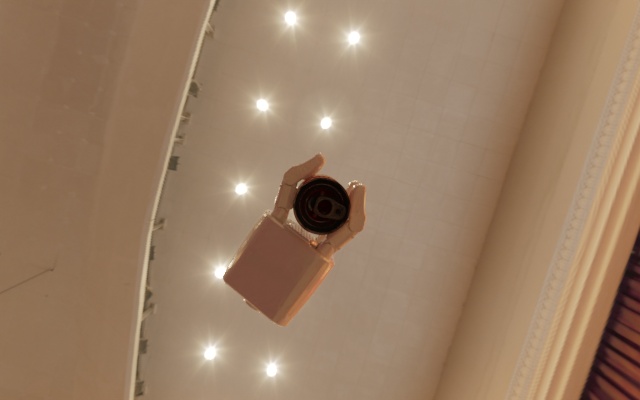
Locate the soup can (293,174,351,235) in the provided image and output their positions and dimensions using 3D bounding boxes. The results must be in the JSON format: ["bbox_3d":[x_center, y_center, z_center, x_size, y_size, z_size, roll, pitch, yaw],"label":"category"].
[{"bbox_3d":[0.000,0.001,0.606,0.068,0.068,0.102,0,6,-2],"label":"soup can"}]
